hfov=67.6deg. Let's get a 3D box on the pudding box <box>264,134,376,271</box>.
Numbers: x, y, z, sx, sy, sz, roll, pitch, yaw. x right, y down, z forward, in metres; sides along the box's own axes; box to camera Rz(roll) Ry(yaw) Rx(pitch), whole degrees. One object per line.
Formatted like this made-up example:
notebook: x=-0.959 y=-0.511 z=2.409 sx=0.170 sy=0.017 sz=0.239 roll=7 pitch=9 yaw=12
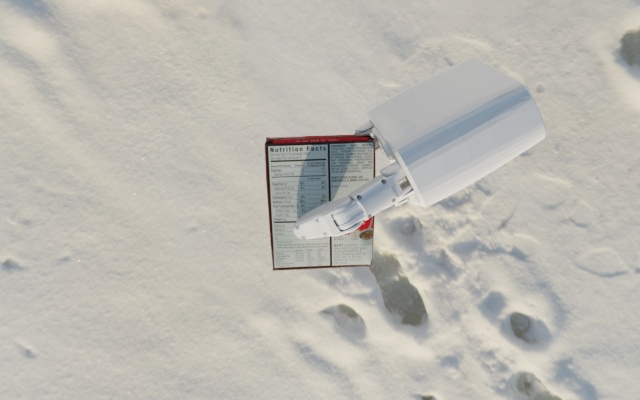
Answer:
pudding box: x=0.000 y=0.001 z=0.405 sx=0.090 sy=0.113 sz=0.039 roll=-2 pitch=14 yaw=-2
